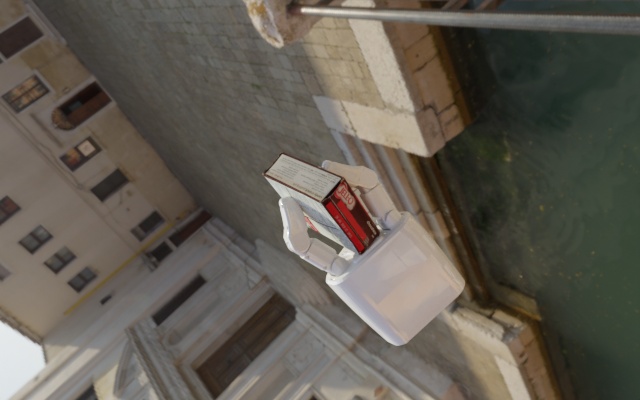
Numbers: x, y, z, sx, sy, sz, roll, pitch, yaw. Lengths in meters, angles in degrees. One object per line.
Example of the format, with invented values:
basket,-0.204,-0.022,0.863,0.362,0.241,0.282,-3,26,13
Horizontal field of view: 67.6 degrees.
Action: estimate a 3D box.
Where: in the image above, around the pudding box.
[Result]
pudding box,0.000,0.002,0.507,0.113,0.039,0.090,24,-24,47
